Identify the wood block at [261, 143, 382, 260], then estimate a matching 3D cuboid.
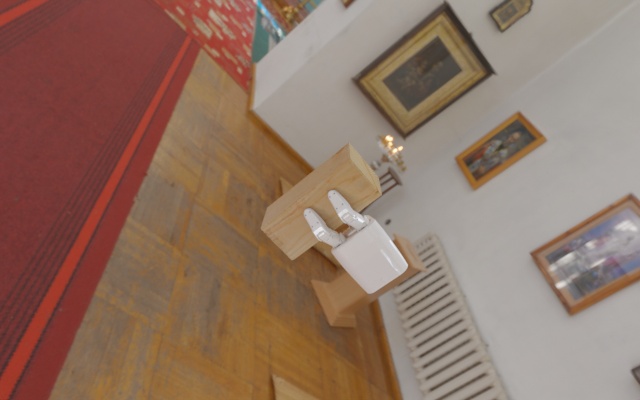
[{"bbox_3d":[0.001,0.003,0.869,0.206,0.090,0.090,-37,17,17],"label":"wood block"}]
